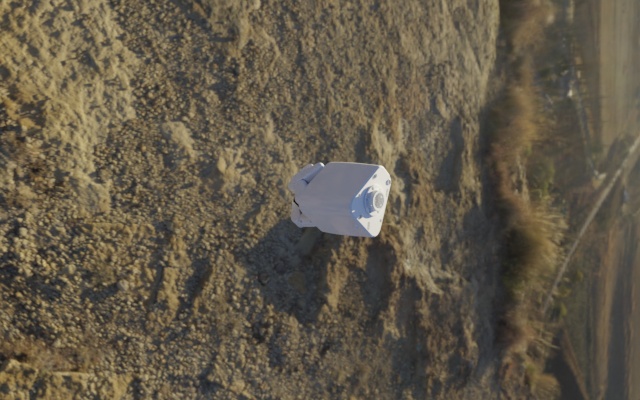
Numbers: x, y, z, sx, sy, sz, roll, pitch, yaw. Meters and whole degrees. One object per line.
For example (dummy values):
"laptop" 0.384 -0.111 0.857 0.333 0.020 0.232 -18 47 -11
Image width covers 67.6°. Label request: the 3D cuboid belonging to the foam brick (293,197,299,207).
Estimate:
"foam brick" 0.000 0.003 0.840 0.051 0.053 0.078 6 -29 42
